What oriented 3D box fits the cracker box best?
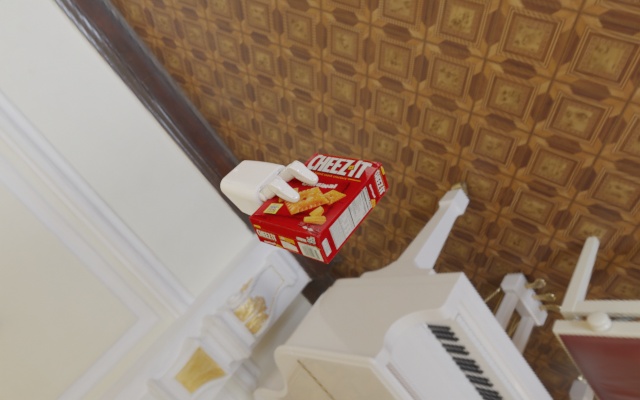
[{"bbox_3d":[0.000,0.003,0.883,0.164,0.072,0.213,13,47,37],"label":"cracker box"}]
